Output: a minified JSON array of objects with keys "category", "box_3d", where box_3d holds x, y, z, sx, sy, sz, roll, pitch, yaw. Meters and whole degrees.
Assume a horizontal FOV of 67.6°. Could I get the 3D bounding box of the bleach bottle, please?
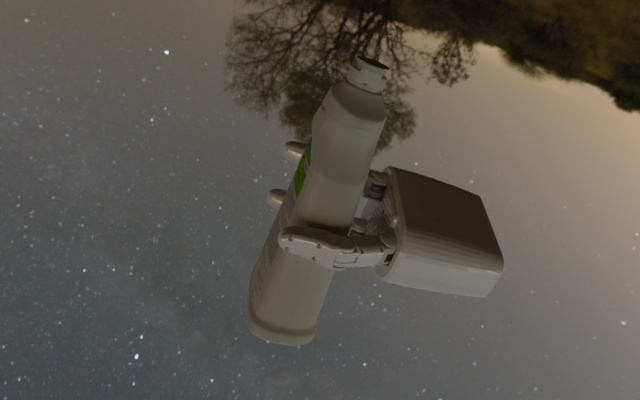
[{"category":"bleach bottle","box_3d":[0.000,0.001,0.419,0.068,0.251,0.102,14,26,-16]}]
